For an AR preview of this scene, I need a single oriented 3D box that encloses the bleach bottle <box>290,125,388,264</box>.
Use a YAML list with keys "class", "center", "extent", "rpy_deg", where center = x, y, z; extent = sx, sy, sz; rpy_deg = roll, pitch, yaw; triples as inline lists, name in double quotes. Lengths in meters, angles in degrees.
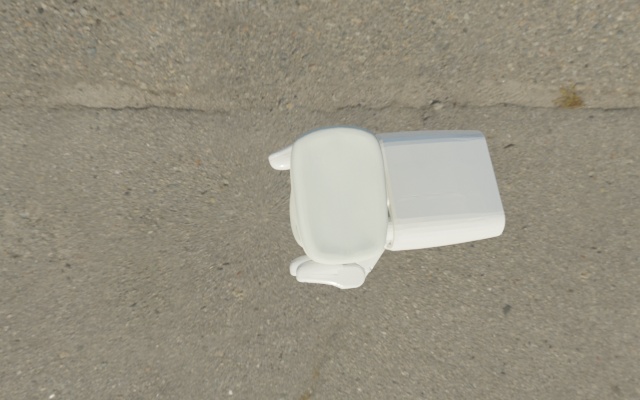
- class: "bleach bottle"
  center: [0.000, 0.002, 0.457]
  extent: [0.068, 0.102, 0.251]
  rpy_deg: [-5, -1, -7]
